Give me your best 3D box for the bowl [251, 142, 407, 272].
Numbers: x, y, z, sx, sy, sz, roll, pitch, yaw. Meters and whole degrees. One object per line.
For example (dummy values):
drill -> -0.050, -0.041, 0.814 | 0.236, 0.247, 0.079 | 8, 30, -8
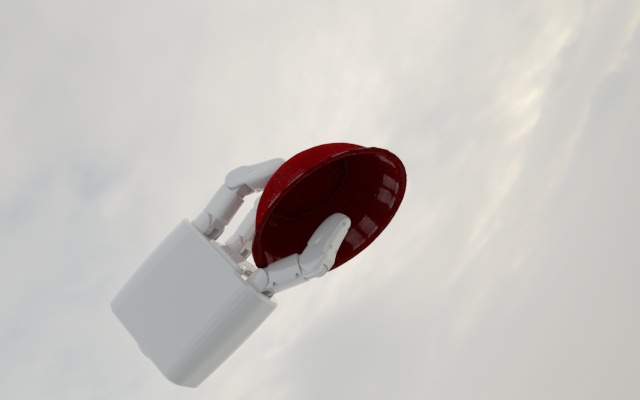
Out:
bowl -> 0.001, 0.001, 0.447 | 0.162, 0.162, 0.055 | 0, 41, -40
